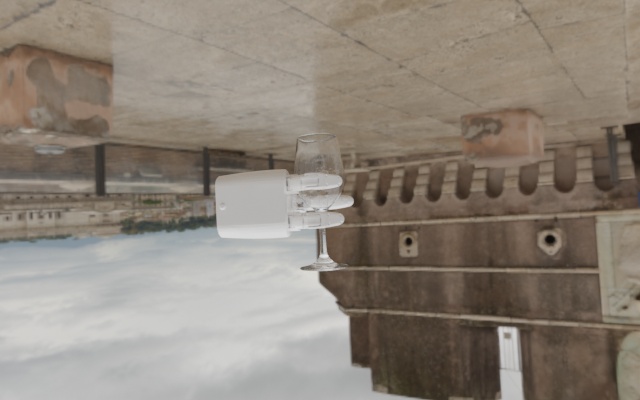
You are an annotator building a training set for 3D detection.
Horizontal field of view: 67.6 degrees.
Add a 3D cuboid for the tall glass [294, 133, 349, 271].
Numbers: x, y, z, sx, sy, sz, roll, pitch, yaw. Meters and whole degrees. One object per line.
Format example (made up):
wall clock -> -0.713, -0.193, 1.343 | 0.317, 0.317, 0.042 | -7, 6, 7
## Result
tall glass -> 0.000, 0.003, 0.723 | 0.079, 0.201, 0.079 | -3, -2, 0
